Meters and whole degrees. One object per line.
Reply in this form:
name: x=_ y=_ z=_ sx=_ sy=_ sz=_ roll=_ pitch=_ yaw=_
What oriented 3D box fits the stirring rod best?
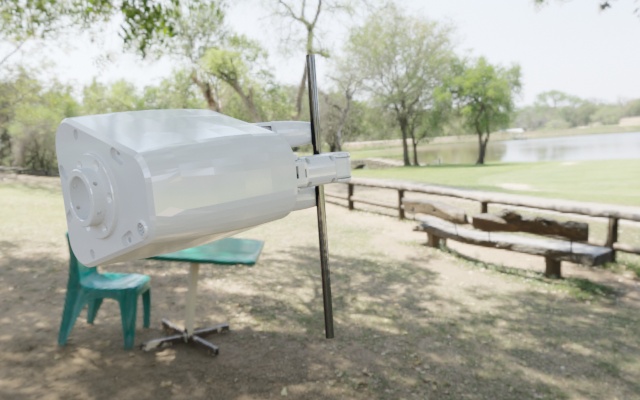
stirring rod: x=0.000 y=0.001 z=0.403 sx=0.011 sy=0.239 sz=0.011 roll=-4 pitch=8 yaw=1
